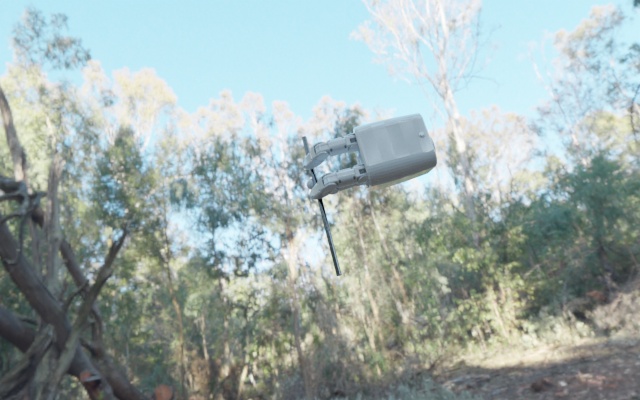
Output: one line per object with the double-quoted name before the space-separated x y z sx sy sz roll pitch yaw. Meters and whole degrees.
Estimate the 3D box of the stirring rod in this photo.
"stirring rod" 0.000 0.003 0.747 0.011 0.239 0.011 -12 -23 -5
